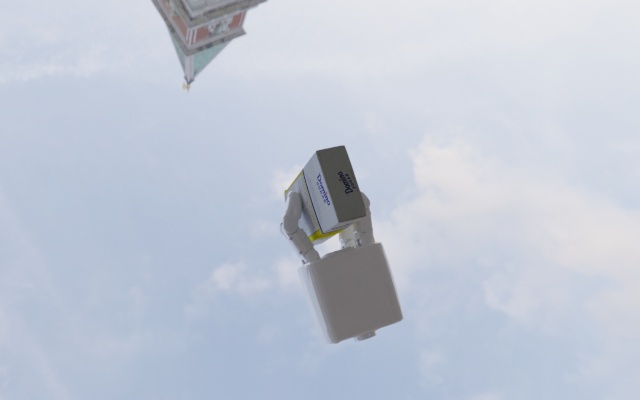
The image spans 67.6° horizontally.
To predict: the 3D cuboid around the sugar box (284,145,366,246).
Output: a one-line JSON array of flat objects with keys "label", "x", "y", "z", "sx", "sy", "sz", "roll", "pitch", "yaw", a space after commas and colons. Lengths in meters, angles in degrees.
[{"label": "sugar box", "x": 0.001, "y": 0.002, "z": 0.637, "sx": 0.048, "sy": 0.093, "sz": 0.176, "roll": -13, "pitch": -10, "yaw": -23}]
